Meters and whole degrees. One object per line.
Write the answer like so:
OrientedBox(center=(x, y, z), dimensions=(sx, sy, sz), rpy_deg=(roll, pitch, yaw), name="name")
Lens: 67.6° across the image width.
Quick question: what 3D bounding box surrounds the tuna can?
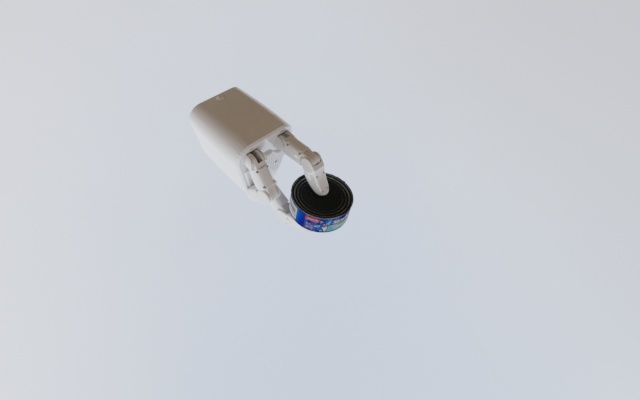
OrientedBox(center=(0.000, 0.003, 0.654), dimensions=(0.086, 0.086, 0.034), rpy_deg=(0, -42, -13), name="tuna can")
